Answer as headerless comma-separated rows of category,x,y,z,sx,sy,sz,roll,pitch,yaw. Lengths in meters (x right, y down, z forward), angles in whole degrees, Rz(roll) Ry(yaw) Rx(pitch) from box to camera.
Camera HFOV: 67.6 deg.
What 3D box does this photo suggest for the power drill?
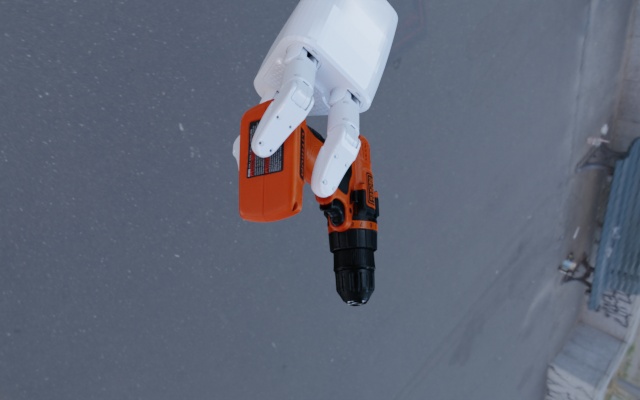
power drill,0.000,0.001,0.448,0.057,0.184,0.188,-11,-19,25
